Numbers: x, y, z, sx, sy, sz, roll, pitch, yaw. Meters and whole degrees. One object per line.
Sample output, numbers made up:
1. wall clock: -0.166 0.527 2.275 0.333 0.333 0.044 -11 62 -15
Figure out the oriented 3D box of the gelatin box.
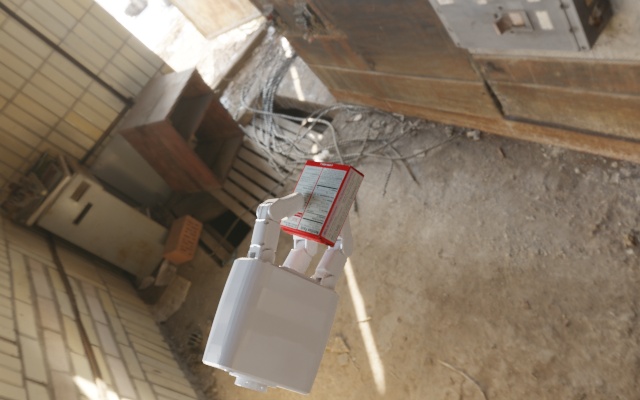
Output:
1. gelatin box: 0.000 0.001 0.535 0.073 0.089 0.030 12 -15 48
